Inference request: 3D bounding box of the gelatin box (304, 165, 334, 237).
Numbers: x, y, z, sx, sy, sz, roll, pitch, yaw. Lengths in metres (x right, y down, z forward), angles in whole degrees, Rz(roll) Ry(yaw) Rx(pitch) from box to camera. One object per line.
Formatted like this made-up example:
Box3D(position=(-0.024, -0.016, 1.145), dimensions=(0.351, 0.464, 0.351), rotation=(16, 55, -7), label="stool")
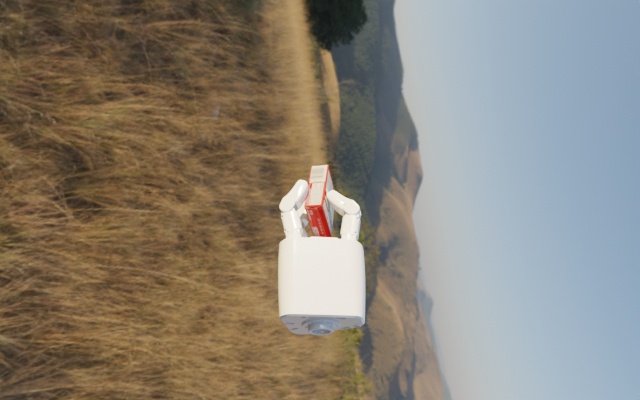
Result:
Box3D(position=(0.001, 0.002, 0.723), dimensions=(0.030, 0.089, 0.073), rotation=(-3, -43, 12), label="gelatin box")
